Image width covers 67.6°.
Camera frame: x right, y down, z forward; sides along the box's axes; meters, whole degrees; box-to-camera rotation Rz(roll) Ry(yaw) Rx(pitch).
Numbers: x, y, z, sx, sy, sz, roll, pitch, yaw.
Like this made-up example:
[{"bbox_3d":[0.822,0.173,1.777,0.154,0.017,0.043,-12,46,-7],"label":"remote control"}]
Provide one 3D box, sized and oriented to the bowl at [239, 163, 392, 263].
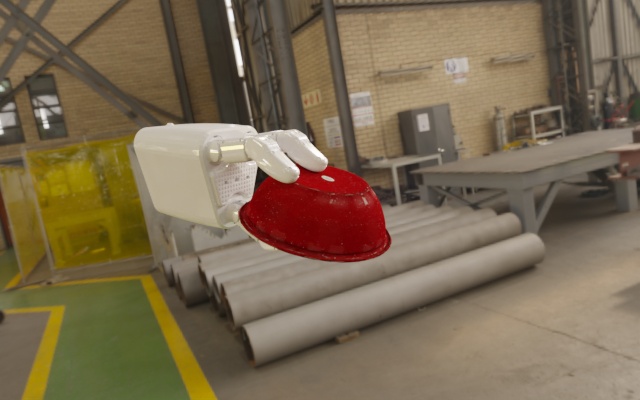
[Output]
[{"bbox_3d":[0.001,0.002,0.492,0.162,0.055,0.162,11,20,-4],"label":"bowl"}]
